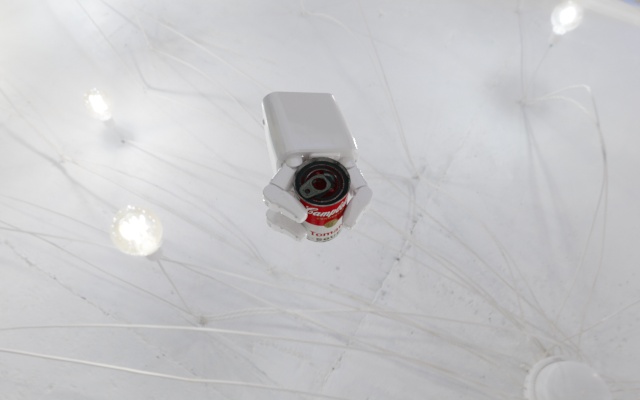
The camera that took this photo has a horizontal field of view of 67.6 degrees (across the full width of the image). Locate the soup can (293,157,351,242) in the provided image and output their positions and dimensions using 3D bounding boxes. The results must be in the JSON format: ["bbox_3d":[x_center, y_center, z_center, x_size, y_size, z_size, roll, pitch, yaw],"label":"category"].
[{"bbox_3d":[0.000,0.003,0.600,0.068,0.068,0.102,0,-30,-2],"label":"soup can"}]
